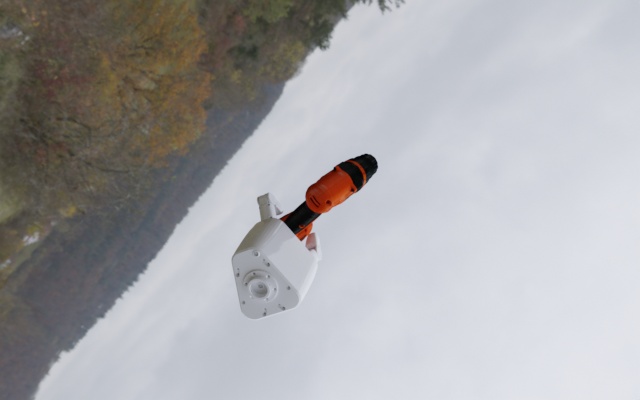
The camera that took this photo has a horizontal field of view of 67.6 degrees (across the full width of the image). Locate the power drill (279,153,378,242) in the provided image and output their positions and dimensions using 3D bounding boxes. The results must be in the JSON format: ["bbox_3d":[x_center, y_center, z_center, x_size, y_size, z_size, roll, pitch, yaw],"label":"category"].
[{"bbox_3d":[0.000,0.003,0.781,0.188,0.057,0.184,-44,-7,39],"label":"power drill"}]
